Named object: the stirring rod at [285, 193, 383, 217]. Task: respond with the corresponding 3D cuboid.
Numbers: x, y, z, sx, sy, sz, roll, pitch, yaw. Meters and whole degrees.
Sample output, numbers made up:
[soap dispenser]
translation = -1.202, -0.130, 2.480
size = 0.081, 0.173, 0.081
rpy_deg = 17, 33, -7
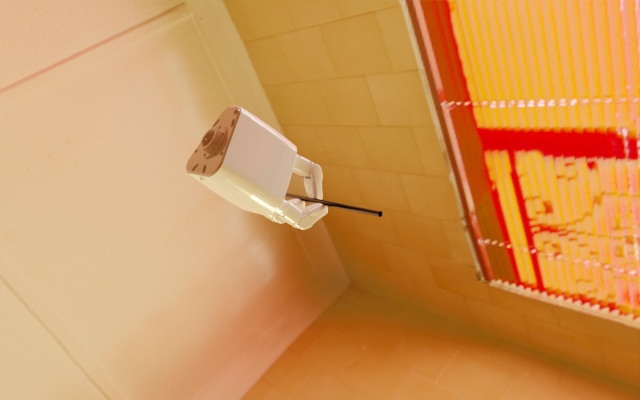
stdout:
[stirring rod]
translation = 0.000, 0.002, 0.704
size = 0.011, 0.011, 0.239
rpy_deg = 0, 7, -40
